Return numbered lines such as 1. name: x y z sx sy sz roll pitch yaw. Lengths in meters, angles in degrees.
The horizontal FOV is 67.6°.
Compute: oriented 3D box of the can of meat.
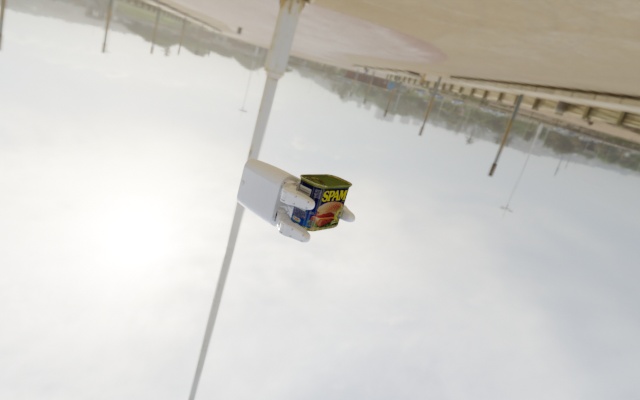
1. can of meat: 0.000 0.003 0.825 0.057 0.084 0.102 26 18 33
